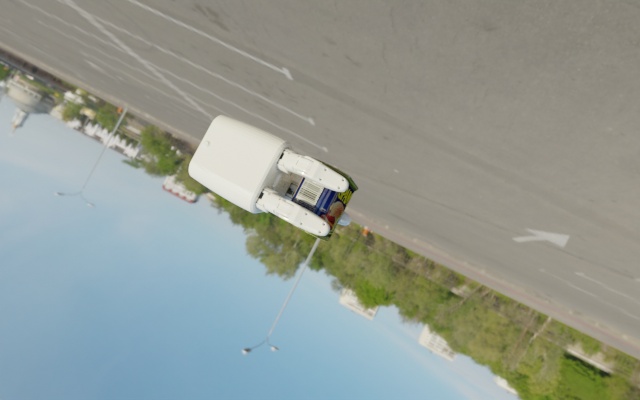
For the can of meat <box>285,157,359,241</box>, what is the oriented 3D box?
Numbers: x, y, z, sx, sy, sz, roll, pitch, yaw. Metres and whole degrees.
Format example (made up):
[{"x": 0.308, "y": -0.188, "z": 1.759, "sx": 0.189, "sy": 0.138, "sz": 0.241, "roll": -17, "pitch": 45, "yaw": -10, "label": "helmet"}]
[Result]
[{"x": 0.000, "y": 0.002, "z": 0.609, "sx": 0.057, "sy": 0.084, "sz": 0.102, "roll": 27, "pitch": -3, "yaw": 15, "label": "can of meat"}]
